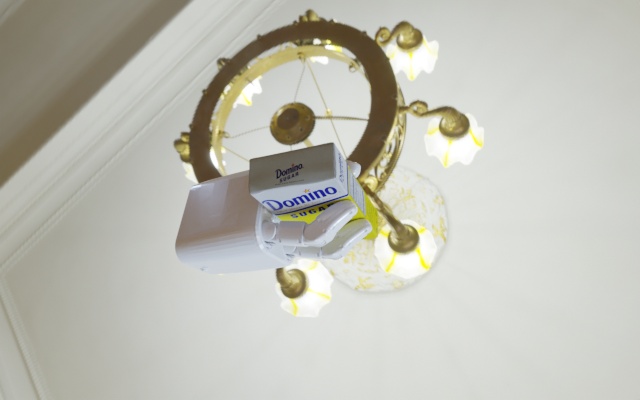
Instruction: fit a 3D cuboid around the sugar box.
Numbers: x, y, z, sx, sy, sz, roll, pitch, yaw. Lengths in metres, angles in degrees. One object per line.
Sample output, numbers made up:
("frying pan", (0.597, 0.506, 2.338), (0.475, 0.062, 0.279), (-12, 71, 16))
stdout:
("sugar box", (0.000, 0.002, 0.532), (0.093, 0.048, 0.176), (-10, -23, 18))
